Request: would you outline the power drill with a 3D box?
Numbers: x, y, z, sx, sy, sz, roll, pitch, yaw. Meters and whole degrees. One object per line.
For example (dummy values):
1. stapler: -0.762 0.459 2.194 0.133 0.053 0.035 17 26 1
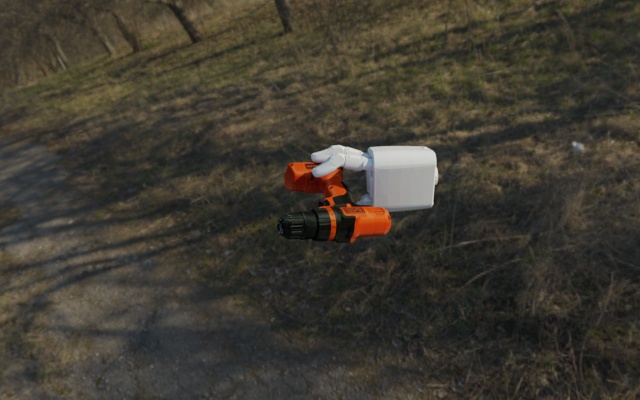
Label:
1. power drill: 0.000 0.002 0.791 0.184 0.057 0.187 0 32 -23
